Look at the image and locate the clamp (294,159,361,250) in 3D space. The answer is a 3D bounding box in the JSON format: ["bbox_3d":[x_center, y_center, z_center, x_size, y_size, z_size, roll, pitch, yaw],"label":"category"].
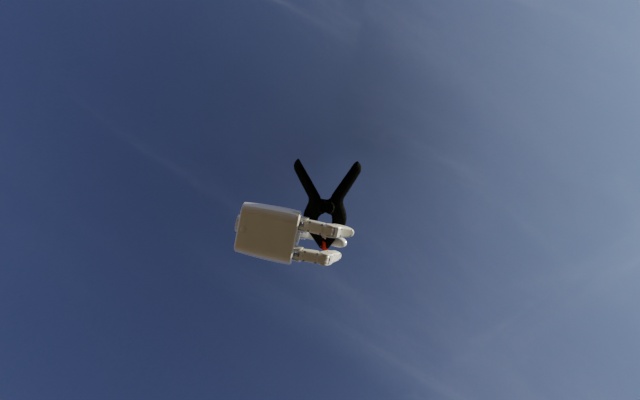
[{"bbox_3d":[0.000,0.003,0.867,0.120,0.171,0.039,11,7,-1],"label":"clamp"}]
